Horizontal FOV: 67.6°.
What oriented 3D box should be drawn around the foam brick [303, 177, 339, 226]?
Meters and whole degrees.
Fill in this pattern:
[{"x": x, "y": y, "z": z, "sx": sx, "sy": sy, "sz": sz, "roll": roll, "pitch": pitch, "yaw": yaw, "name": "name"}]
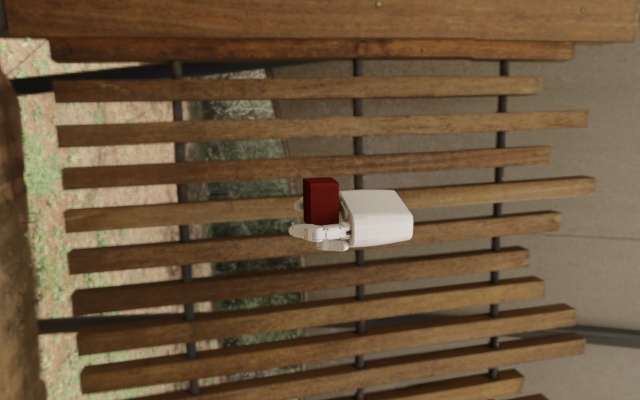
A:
[{"x": 0.000, "y": 0.002, "z": 0.795, "sx": 0.051, "sy": 0.078, "sz": 0.053, "roll": -4, "pitch": 14, "yaw": -12, "name": "foam brick"}]
